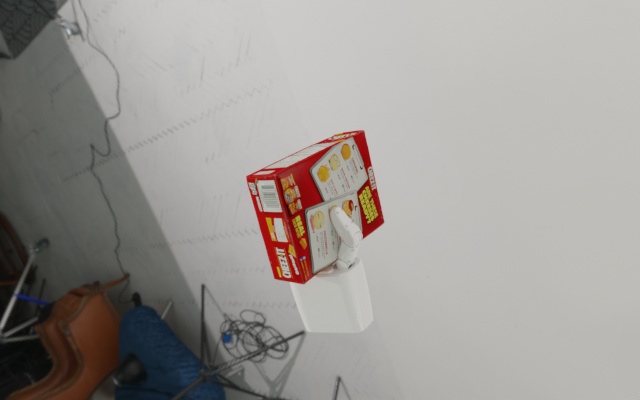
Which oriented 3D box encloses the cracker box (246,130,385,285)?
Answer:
[{"bbox_3d":[0.000,0.002,0.726,0.072,0.164,0.213,1,23,41],"label":"cracker box"}]
